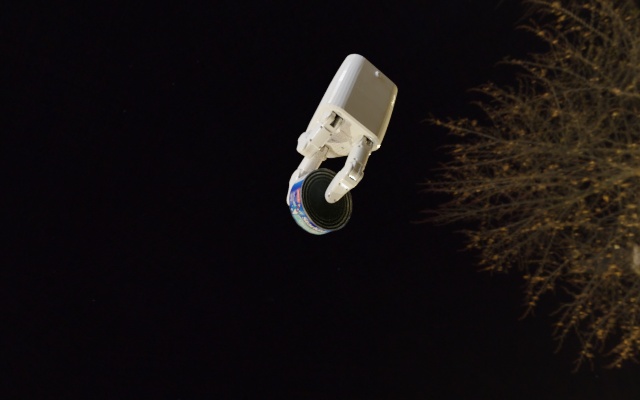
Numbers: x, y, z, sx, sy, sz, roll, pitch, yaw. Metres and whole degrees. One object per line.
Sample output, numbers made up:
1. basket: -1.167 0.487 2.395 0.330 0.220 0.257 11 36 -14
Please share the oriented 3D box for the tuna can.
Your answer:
1. tuna can: 0.000 0.002 0.648 0.086 0.086 0.034 0 -14 -38
